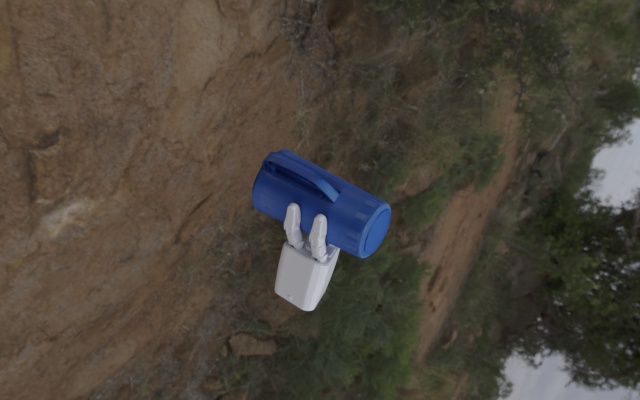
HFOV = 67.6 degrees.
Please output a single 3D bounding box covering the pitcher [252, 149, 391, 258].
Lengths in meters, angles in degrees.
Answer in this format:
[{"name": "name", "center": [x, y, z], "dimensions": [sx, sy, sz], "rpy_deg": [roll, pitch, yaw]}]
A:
[{"name": "pitcher", "center": [0.000, 0.003, 0.876], "dimensions": [0.243, 0.145, 0.149], "rpy_deg": [26, 22, 25]}]
